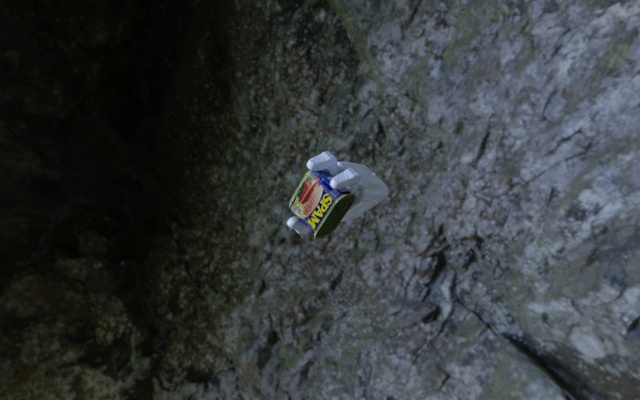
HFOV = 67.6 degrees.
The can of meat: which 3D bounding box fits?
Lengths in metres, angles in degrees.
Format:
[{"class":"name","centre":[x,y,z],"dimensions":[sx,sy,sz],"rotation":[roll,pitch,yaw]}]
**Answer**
[{"class":"can of meat","centre":[0.000,0.003,0.849],"dimensions":[0.084,0.102,0.057],"rotation":[46,29,25]}]
